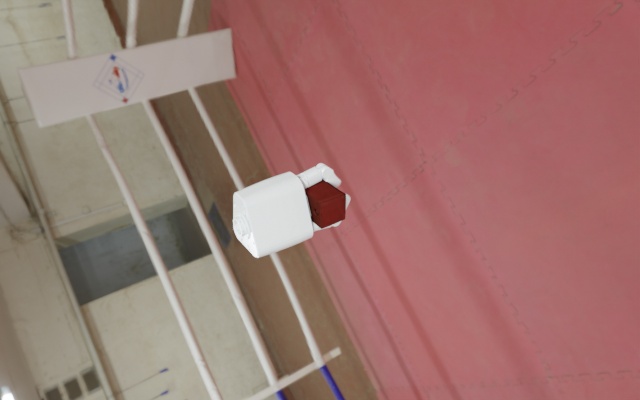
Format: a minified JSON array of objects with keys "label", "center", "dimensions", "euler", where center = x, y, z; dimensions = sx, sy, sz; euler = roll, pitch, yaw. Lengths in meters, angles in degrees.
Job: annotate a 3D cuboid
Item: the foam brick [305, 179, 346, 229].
[{"label":"foam brick","center":[0.000,0.003,0.811],"dimensions":[0.051,0.053,0.078],"euler":[-21,36,-28]}]
